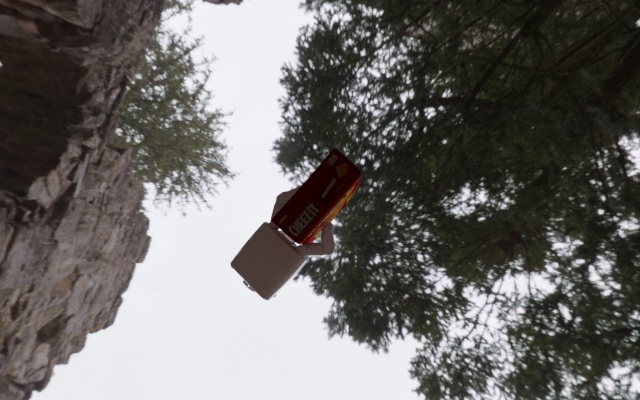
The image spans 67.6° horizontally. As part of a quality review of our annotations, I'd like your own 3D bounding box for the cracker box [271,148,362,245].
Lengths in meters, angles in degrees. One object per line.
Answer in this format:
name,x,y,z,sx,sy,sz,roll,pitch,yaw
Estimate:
cracker box,0.000,0.003,0.889,0.072,0.164,0.214,41,-2,5
